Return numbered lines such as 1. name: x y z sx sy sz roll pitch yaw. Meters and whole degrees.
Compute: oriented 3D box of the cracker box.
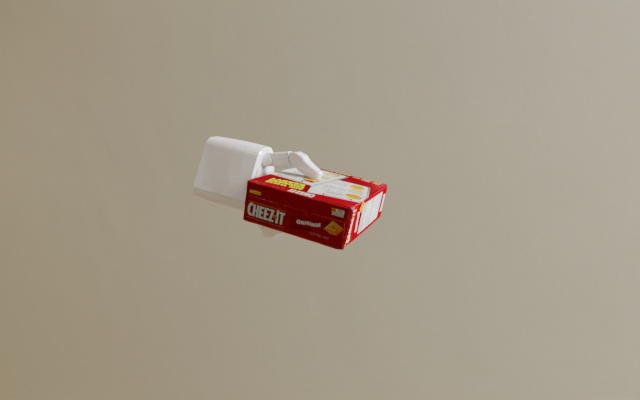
1. cracker box: 0.000 0.002 0.767 0.164 0.072 0.213 15 16 18
